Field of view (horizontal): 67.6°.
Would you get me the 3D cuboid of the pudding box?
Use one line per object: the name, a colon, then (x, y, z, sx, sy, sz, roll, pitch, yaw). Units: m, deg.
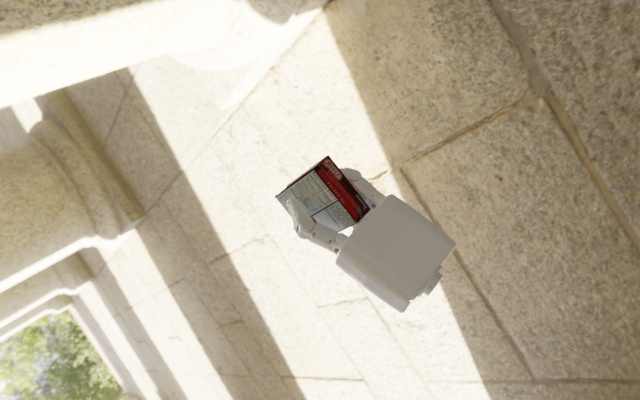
pudding box: (0.000, 0.002, 0.635, 0.039, 0.090, 0.113, -42, 7, -38)
